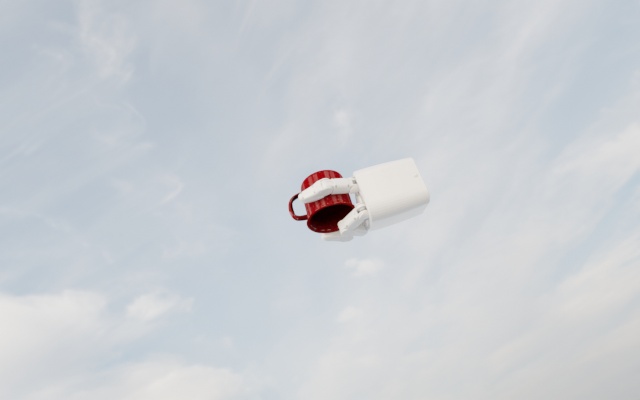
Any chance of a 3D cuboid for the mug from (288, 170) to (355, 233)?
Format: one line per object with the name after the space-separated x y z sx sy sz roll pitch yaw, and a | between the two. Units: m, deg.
-0.001 0.003 0.851 0.117 0.081 0.093 -15 -34 -3 | mug
